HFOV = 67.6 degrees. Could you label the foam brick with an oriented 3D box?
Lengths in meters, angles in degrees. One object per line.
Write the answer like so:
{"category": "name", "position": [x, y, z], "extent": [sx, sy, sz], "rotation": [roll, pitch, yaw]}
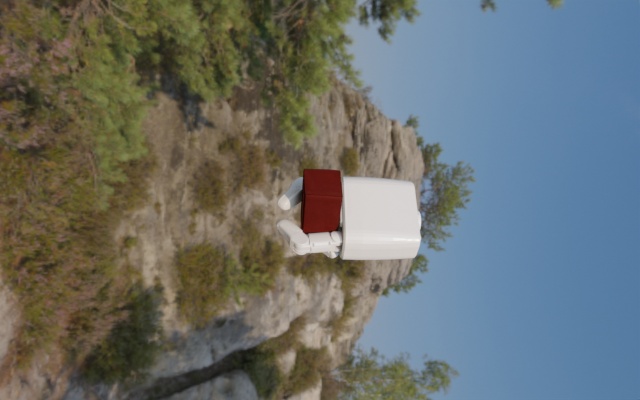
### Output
{"category": "foam brick", "position": [0.000, 0.002, 0.647], "extent": [0.051, 0.053, 0.078], "rotation": [2, -45, -4]}
